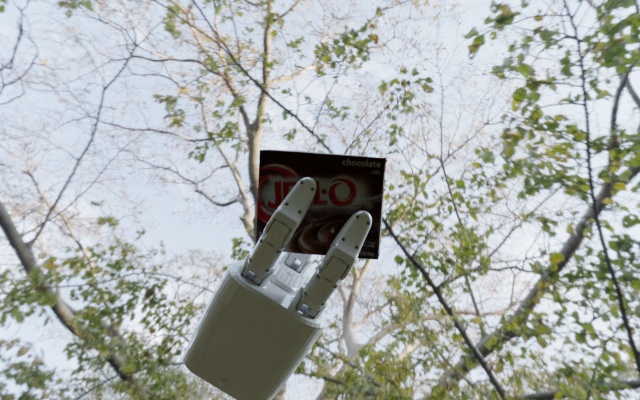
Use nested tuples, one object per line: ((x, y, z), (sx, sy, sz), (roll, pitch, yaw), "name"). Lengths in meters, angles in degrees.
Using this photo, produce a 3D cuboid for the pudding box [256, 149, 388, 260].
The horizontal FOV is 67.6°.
((0.000, 0.001, 0.430), (0.113, 0.090, 0.039), (4, 9, 5), "pudding box")
